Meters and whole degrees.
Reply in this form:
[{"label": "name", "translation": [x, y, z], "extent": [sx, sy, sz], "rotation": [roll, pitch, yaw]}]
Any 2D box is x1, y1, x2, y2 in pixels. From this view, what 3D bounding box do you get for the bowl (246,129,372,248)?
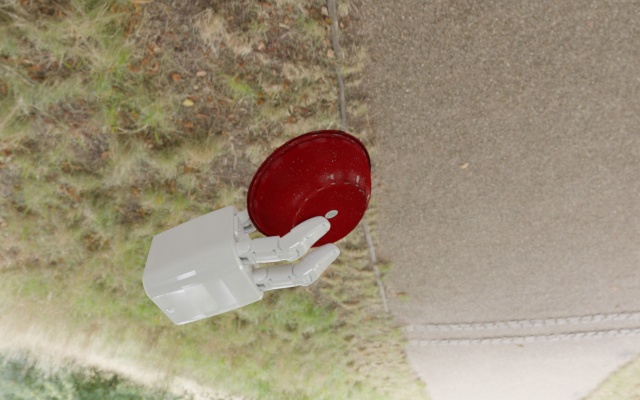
[{"label": "bowl", "translation": [0.001, 0.001, 0.548], "extent": [0.162, 0.162, 0.055], "rotation": [0, 36, -32]}]
